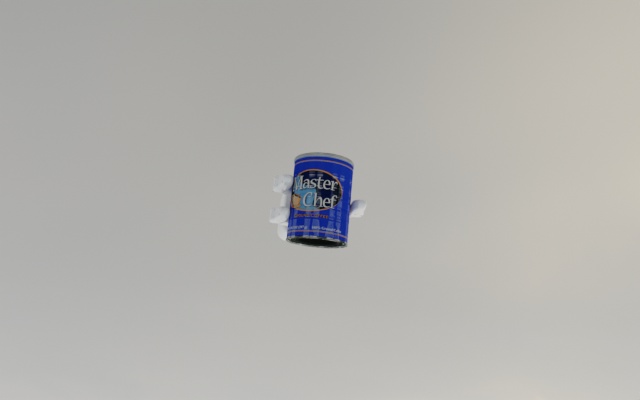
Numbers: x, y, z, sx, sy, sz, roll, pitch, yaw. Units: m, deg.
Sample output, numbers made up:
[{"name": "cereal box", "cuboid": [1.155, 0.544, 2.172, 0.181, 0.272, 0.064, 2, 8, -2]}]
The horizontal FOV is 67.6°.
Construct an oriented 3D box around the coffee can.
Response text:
[{"name": "coffee can", "cuboid": [0.000, 0.002, 0.796, 0.103, 0.140, 0.103, 5, -13, 1]}]
